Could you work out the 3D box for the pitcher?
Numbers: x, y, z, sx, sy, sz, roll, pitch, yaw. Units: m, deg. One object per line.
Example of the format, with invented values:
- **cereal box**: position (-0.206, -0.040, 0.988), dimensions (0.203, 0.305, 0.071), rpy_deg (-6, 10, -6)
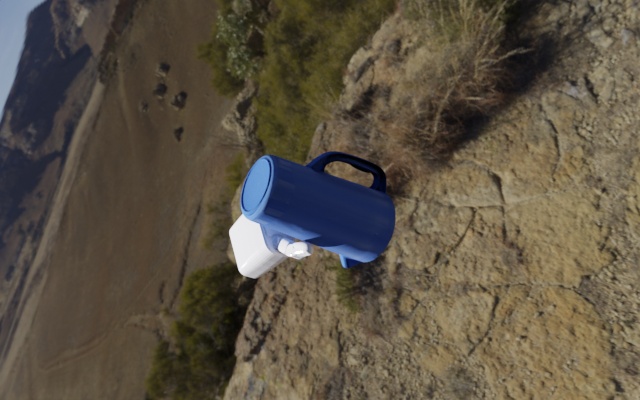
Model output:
- **pitcher**: position (0.000, 0.003, 0.795), dimensions (0.243, 0.149, 0.145), rpy_deg (21, -41, -31)
